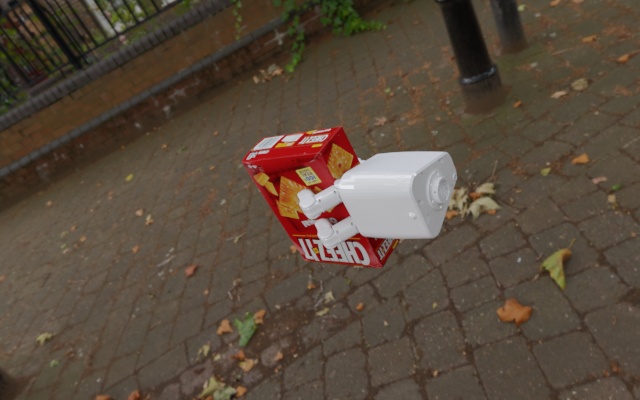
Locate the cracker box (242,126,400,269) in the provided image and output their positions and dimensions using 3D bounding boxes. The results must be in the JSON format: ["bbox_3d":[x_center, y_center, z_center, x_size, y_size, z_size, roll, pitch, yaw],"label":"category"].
[{"bbox_3d":[0.000,0.002,0.718,0.164,0.214,0.072,0,39,42],"label":"cracker box"}]
